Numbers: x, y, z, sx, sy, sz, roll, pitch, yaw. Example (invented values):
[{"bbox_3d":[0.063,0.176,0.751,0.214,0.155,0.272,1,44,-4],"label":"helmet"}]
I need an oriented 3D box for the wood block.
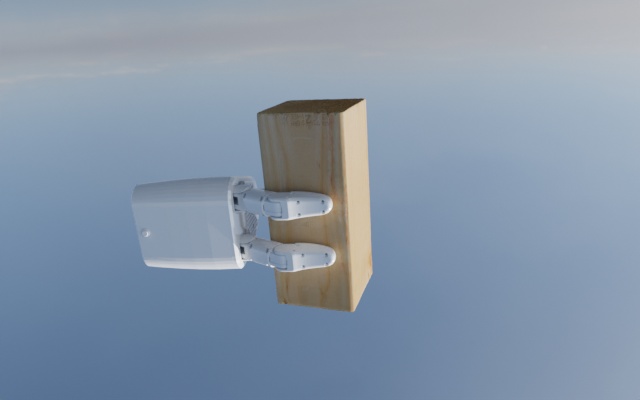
[{"bbox_3d":[0.000,0.002,0.510,0.090,0.206,0.090,3,21,18],"label":"wood block"}]
